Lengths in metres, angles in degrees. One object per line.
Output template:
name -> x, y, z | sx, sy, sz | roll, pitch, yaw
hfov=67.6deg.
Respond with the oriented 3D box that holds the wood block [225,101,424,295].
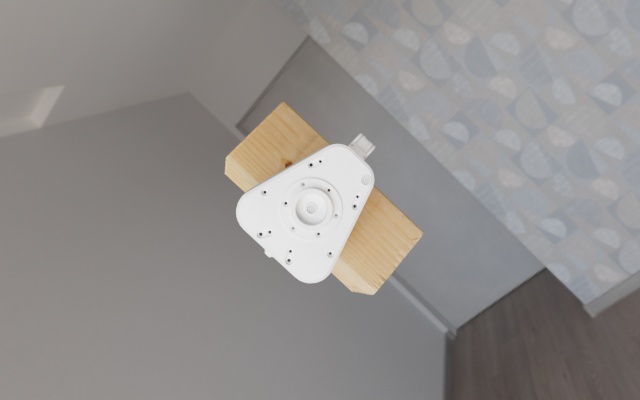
wood block -> 0.000, 0.001, 0.536 | 0.206, 0.091, 0.090 | 43, -14, -3
